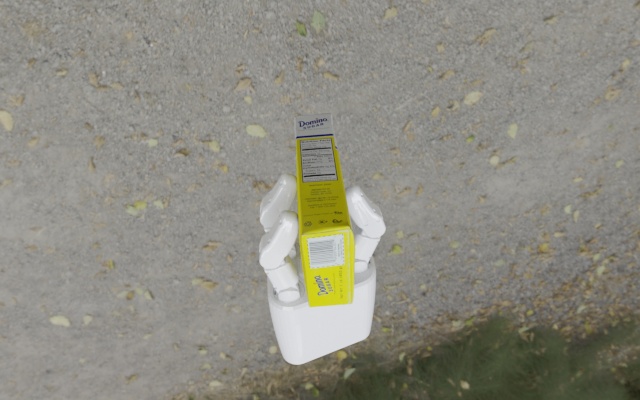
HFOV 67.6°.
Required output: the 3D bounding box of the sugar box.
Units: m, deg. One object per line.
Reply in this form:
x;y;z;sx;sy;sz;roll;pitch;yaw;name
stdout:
0.000;0.002;0.453;0.048;0.093;0.176;-6;40;-4;sugar box
